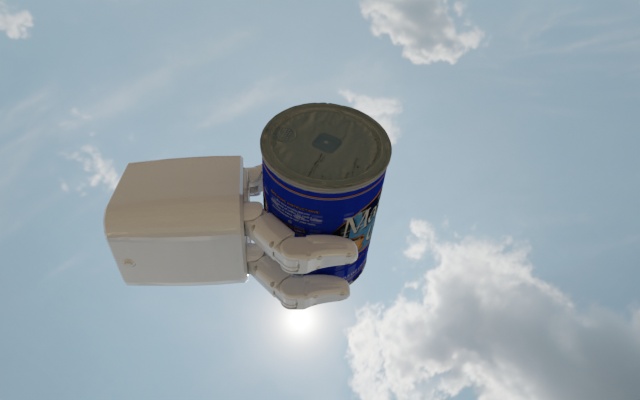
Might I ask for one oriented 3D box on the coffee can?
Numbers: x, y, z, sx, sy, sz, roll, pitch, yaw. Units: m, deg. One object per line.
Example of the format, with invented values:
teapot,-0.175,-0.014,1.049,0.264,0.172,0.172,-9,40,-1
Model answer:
coffee can,0.000,0.001,0.420,0.103,0.102,0.140,0,-43,-5
